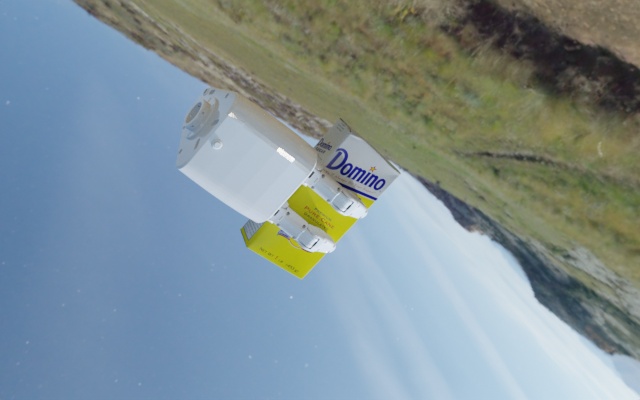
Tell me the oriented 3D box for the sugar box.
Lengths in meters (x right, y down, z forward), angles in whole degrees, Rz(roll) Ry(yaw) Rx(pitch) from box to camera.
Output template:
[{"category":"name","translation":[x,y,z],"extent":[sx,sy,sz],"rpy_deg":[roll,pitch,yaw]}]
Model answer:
[{"category":"sugar box","translation":[0.000,0.002,0.555],"extent":[0.093,0.176,0.048],"rpy_deg":[36,14,-33]}]
